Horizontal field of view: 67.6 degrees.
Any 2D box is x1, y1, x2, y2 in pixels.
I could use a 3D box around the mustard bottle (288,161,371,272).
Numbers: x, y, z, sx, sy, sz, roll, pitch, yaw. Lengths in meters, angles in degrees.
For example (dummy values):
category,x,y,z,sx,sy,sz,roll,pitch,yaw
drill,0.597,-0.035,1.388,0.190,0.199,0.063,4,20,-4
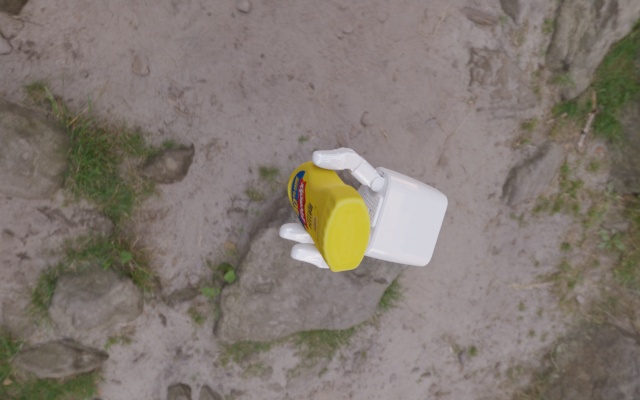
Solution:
category,x,y,z,sx,sy,sz,roll,pitch,yaw
mustard bottle,0.000,0.002,0.611,0.058,0.096,0.191,-8,27,-18
